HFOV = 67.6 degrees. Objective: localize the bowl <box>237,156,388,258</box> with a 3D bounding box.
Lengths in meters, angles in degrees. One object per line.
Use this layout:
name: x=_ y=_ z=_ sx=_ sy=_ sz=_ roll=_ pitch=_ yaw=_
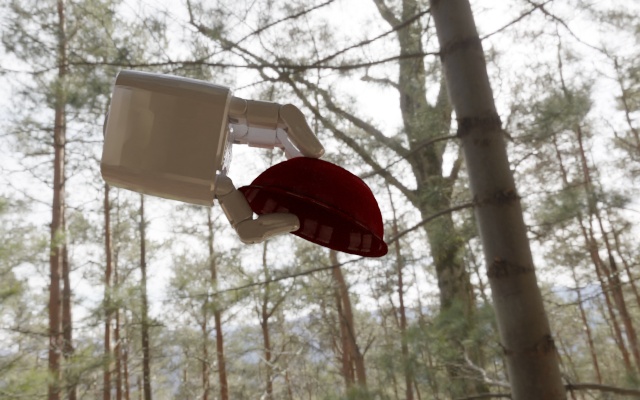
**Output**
bowl: x=0.001 y=0.002 z=0.484 sx=0.162 sy=0.055 sz=0.162 roll=21 pitch=-16 yaw=6
